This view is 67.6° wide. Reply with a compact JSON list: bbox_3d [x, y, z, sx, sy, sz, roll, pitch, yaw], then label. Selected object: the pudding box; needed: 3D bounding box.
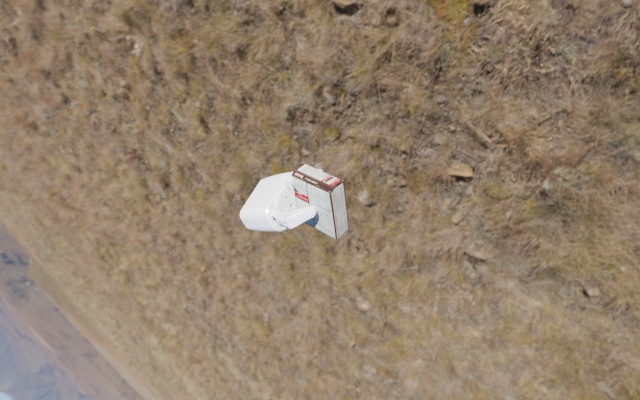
[{"bbox_3d":[0.000,0.003,0.812,0.090,0.114,0.039,25,52,33],"label":"pudding box"}]
